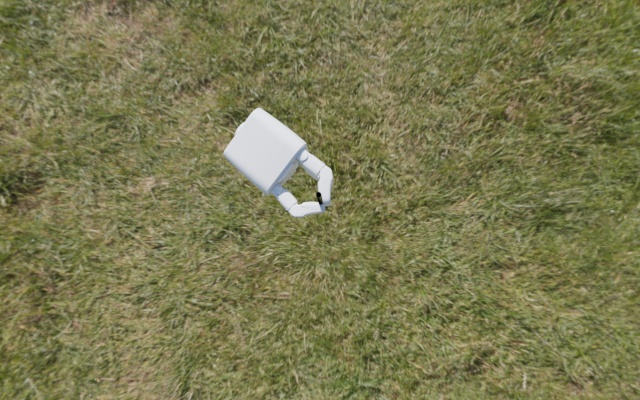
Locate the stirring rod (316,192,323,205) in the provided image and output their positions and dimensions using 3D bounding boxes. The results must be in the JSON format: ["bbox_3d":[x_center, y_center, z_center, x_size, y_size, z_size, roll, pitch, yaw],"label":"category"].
[{"bbox_3d":[0.000,0.003,0.811,0.011,0.011,0.239,0,-5,1],"label":"stirring rod"}]
